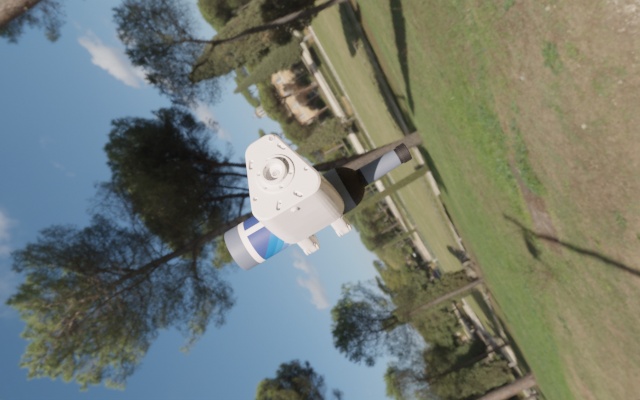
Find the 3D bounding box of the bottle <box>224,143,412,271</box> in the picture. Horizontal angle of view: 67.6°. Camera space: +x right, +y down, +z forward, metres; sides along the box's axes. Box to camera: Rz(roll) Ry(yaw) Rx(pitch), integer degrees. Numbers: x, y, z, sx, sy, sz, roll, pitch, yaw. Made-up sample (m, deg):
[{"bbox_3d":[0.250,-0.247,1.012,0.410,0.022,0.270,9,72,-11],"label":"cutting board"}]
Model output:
[{"bbox_3d":[0.000,0.002,0.706,0.296,0.069,0.069,-31,-3,5],"label":"bottle"}]
